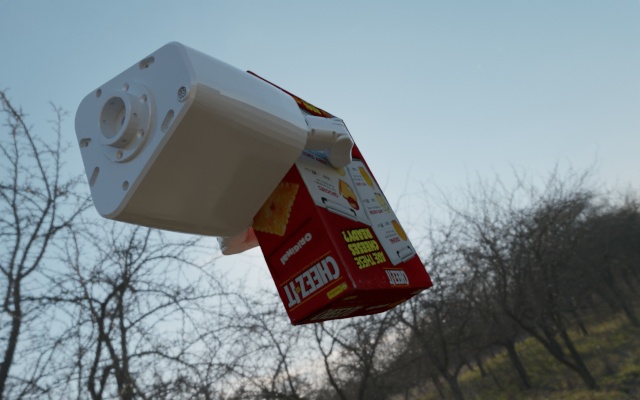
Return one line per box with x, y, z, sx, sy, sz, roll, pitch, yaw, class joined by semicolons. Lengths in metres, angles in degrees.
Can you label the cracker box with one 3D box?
0.000;0.001;0.447;0.072;0.213;0.164;-36;-25;23;cracker box
